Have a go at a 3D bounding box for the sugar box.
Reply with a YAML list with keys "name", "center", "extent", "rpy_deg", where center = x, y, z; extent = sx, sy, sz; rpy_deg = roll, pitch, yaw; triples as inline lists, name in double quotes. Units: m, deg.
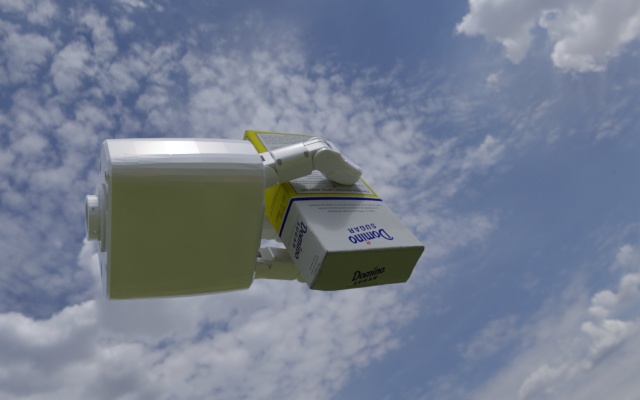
- name: "sugar box"
  center: [0.000, 0.002, 0.413]
  extent: [0.093, 0.048, 0.176]
  rpy_deg: [1, 37, -31]
